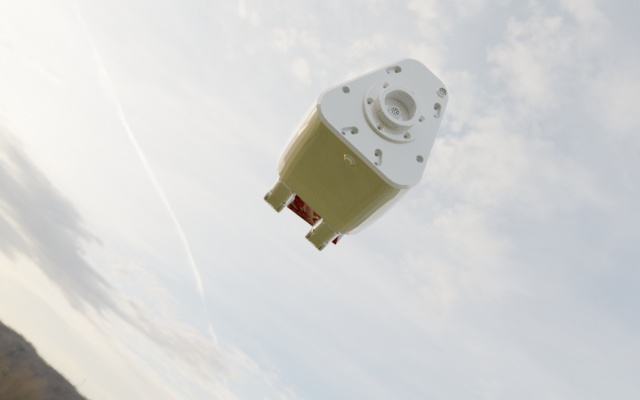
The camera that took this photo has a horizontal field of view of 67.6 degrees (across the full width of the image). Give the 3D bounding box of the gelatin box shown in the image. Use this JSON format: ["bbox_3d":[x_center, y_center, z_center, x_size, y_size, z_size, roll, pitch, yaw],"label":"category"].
[{"bbox_3d":[0.000,0.001,0.506,0.073,0.030,0.089,37,-23,12],"label":"gelatin box"}]
